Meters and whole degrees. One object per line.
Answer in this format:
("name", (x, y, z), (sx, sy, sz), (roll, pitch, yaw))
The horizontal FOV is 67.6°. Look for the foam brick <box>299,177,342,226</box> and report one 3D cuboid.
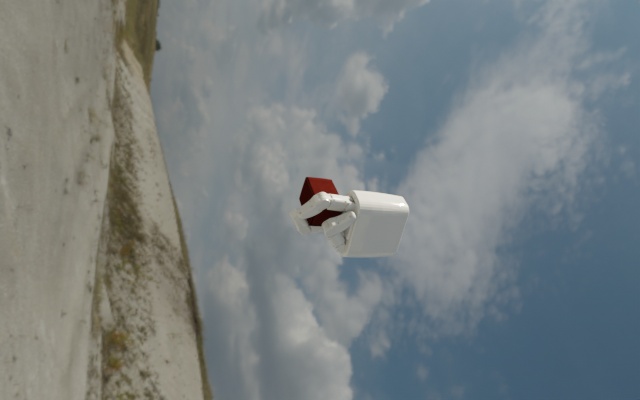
("foam brick", (0.000, 0.003, 0.853), (0.051, 0.053, 0.078), (2, 40, -23))
